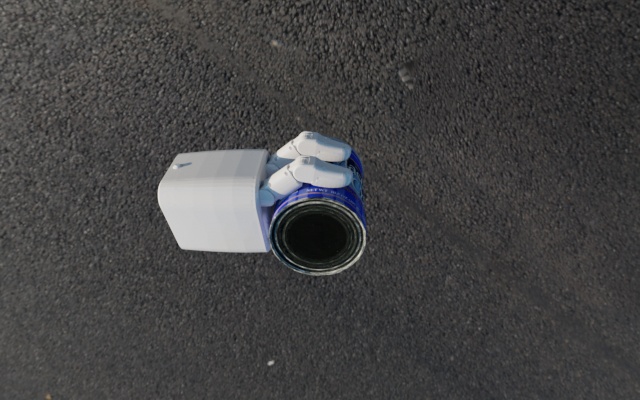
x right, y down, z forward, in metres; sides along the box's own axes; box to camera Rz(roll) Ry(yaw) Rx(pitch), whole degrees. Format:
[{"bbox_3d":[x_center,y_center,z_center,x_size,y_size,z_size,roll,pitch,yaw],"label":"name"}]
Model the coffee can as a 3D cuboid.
[{"bbox_3d":[0.000,0.002,0.553,0.103,0.103,0.140,0,34,3],"label":"coffee can"}]
